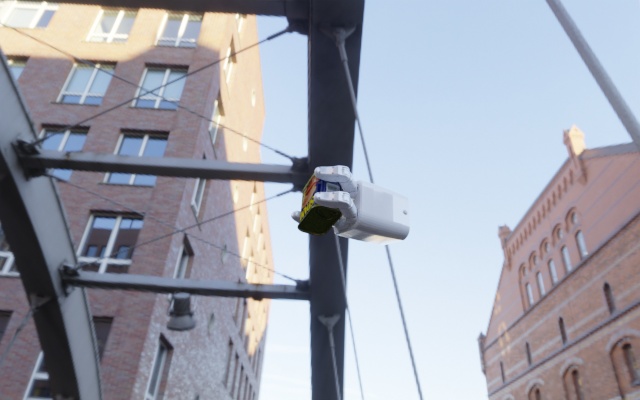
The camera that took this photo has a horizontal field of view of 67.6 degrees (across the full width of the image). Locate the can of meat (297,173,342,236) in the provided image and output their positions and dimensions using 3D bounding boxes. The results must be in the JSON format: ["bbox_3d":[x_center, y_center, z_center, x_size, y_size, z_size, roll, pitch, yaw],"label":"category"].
[{"bbox_3d":[0.000,0.003,0.869,0.057,0.084,0.102,15,-35,-17],"label":"can of meat"}]
